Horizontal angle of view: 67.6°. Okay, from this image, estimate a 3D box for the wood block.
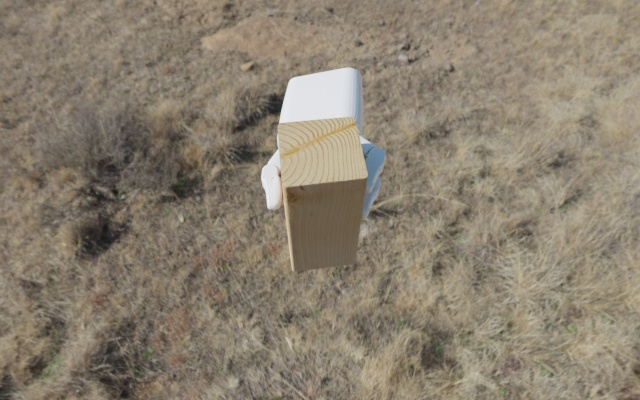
[{"bbox_3d":[0.000,0.002,0.597,0.091,0.090,0.206,-6,-33,-4],"label":"wood block"}]
